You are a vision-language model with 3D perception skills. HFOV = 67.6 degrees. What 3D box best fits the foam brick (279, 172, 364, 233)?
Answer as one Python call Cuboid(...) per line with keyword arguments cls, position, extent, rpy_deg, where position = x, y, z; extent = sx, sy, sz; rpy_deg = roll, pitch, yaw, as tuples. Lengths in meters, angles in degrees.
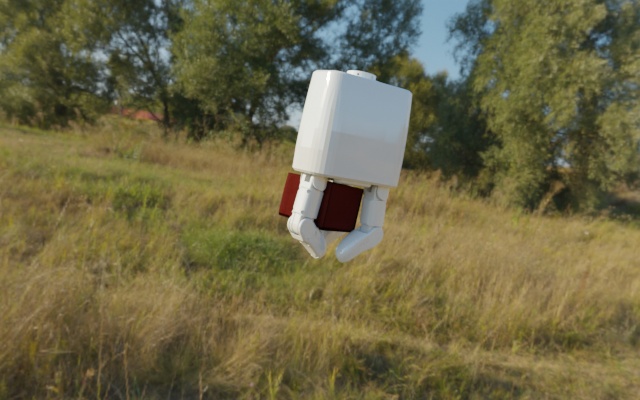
Cuboid(cls="foam brick", position=(0.000, 0.002, 0.540), extent=(0.053, 0.051, 0.078), rpy_deg=(7, 6, -44))
